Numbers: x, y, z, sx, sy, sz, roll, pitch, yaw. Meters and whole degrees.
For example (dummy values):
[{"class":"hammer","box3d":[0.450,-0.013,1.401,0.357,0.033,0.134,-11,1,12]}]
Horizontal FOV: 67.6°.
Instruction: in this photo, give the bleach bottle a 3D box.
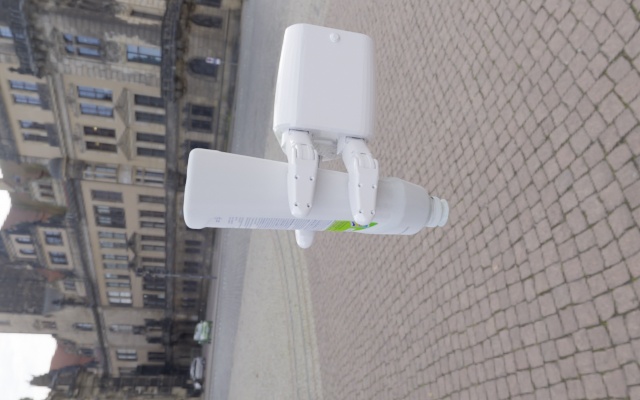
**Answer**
[{"class":"bleach bottle","box3d":[0.000,0.002,0.465,0.251,0.068,0.102,6,-11,-13]}]
